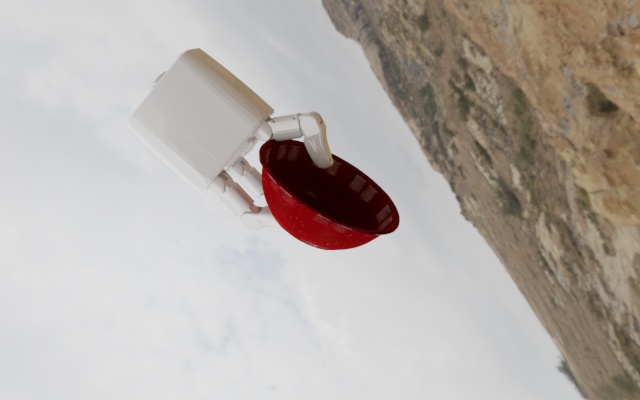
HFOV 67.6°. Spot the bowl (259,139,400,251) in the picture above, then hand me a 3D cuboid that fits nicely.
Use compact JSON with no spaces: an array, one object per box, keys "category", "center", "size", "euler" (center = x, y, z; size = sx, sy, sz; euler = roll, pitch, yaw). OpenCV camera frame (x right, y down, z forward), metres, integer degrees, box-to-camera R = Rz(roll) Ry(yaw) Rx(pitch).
[{"category":"bowl","center":[0.001,0.003,0.498],"size":[0.162,0.055,0.162],"euler":[24,25,-12]}]
